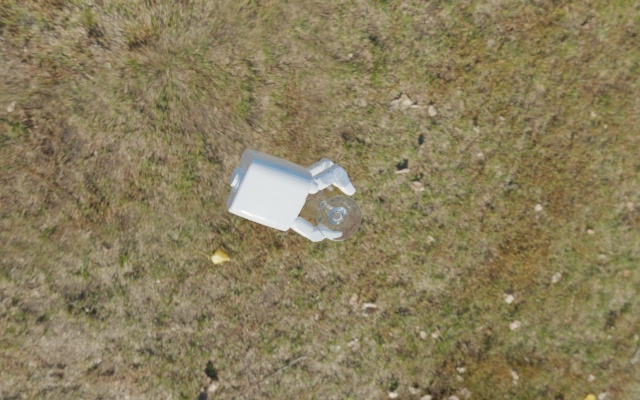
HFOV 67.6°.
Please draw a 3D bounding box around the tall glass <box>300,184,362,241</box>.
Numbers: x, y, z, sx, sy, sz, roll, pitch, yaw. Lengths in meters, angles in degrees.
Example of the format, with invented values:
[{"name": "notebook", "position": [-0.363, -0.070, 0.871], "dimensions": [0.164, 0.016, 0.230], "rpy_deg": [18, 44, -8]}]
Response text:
[{"name": "tall glass", "position": [0.000, 0.003, 0.836], "dimensions": [0.079, 0.079, 0.201], "rpy_deg": [0, 15, -18]}]
